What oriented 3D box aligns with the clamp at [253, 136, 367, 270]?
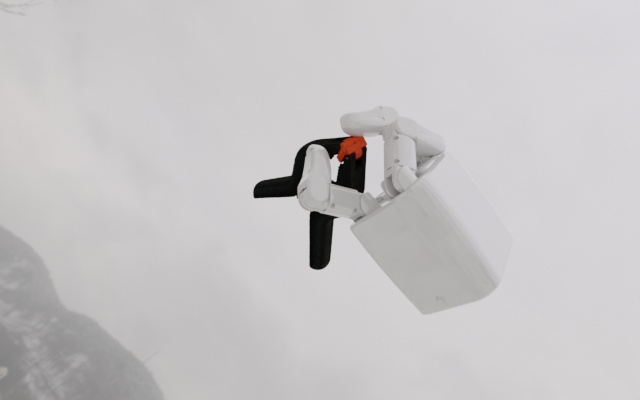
[{"bbox_3d":[0.000,0.001,0.482,0.039,0.120,0.171,-40,1,-38],"label":"clamp"}]
